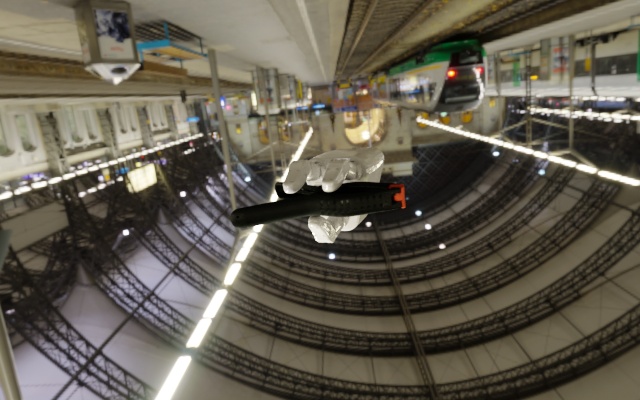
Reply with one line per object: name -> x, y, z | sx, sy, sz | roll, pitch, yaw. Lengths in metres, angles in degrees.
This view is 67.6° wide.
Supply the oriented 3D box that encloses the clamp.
clamp -> 0.001, 0.003, 0.613 | 0.210, 0.036, 0.164 | -1, 16, 23
